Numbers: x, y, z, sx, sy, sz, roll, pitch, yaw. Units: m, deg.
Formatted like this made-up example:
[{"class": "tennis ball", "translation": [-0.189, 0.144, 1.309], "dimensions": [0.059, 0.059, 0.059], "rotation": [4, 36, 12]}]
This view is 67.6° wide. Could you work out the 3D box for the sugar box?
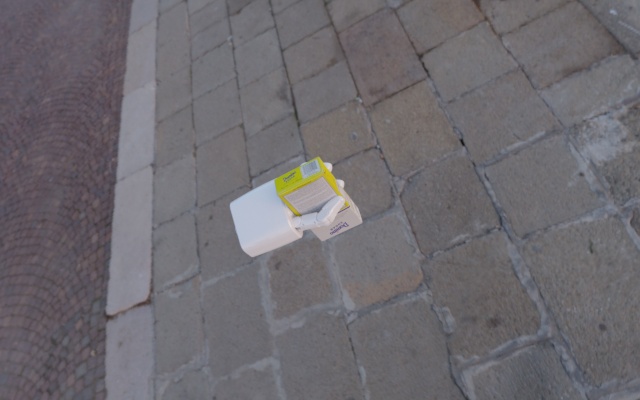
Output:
[{"class": "sugar box", "translation": [0.000, 0.002, 0.875], "dimensions": [0.093, 0.048, 0.176], "rotation": [-25, -38, 12]}]
